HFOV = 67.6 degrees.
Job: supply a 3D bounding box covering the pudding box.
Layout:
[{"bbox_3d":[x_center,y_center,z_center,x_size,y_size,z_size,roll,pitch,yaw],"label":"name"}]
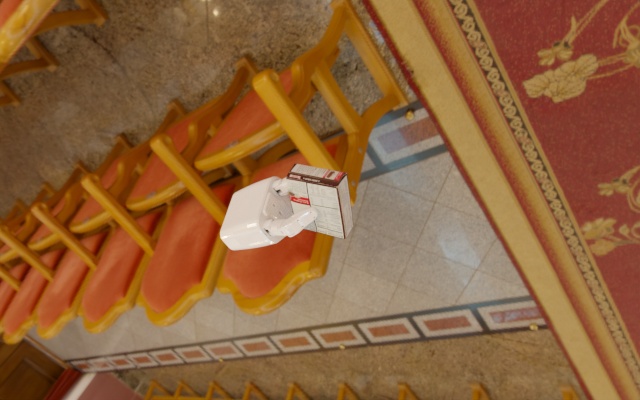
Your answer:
[{"bbox_3d":[0.000,0.003,0.739,0.090,0.114,0.039,11,47,23],"label":"pudding box"}]
